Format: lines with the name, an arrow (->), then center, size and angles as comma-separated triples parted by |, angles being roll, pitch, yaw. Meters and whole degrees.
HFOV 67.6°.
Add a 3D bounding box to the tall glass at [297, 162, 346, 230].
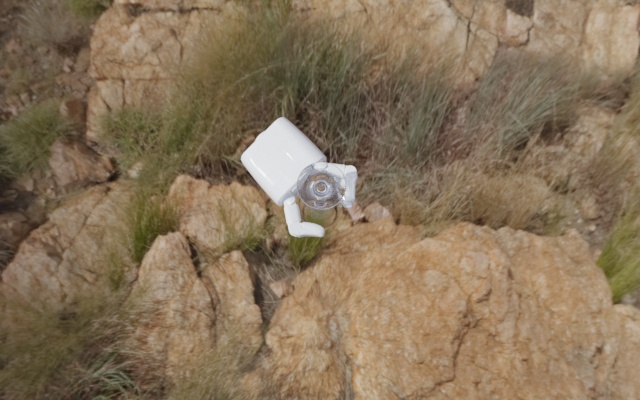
tall glass -> 0.000, 0.003, 0.803 | 0.079, 0.079, 0.201 | 0, -15, -1
